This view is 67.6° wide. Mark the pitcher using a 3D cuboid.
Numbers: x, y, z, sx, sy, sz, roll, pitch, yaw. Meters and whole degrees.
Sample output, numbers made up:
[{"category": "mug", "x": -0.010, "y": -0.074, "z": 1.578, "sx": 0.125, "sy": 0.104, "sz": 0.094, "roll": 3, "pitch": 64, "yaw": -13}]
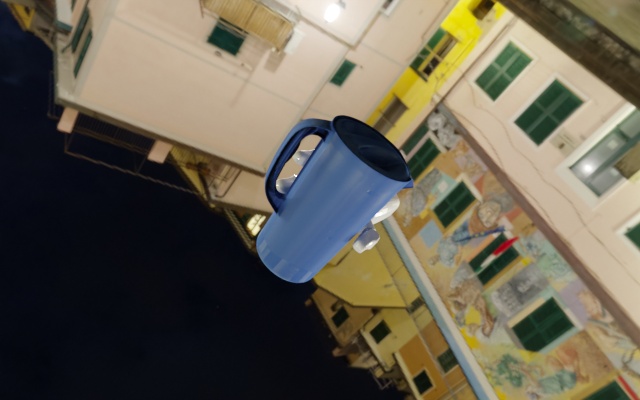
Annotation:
[{"category": "pitcher", "x": 0.000, "y": 0.002, "z": 0.690, "sx": 0.243, "sy": 0.149, "sz": 0.145, "roll": -51, "pitch": -20, "yaw": 28}]
